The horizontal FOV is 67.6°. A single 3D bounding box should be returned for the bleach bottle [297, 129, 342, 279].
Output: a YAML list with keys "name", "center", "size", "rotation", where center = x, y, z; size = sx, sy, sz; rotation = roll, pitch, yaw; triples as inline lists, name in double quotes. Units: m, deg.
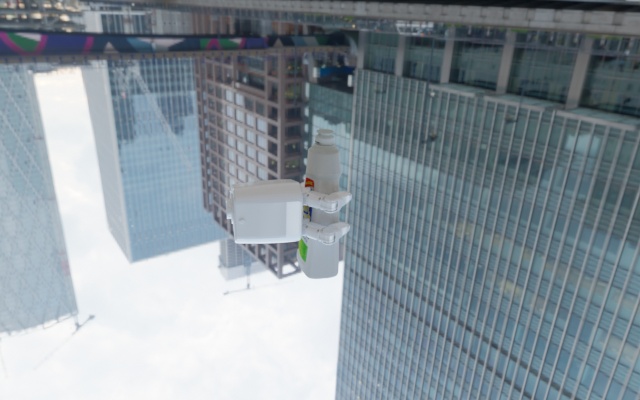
- name: "bleach bottle"
  center: [0.000, 0.003, 0.810]
  size: [0.068, 0.251, 0.102]
  rotation: [-3, 23, -13]
